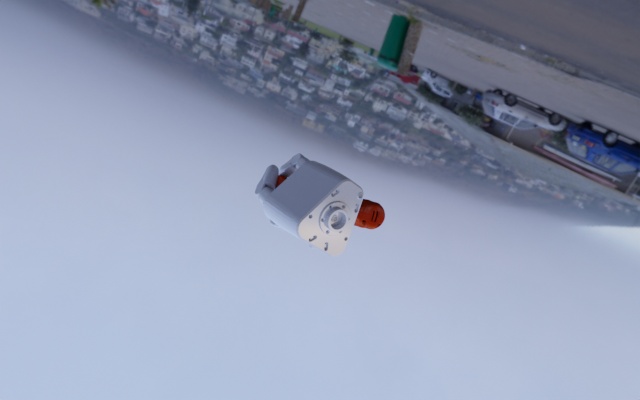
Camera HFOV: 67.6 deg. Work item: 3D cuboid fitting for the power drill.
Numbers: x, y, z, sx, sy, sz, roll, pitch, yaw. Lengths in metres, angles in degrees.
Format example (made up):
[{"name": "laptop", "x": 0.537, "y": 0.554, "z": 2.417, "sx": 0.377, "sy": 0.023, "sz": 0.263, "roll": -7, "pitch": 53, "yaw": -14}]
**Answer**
[{"name": "power drill", "x": 0.000, "y": 0.003, "z": 0.832, "sx": 0.187, "sy": 0.057, "sz": 0.184, "roll": 12, "pitch": -2, "yaw": -17}]
